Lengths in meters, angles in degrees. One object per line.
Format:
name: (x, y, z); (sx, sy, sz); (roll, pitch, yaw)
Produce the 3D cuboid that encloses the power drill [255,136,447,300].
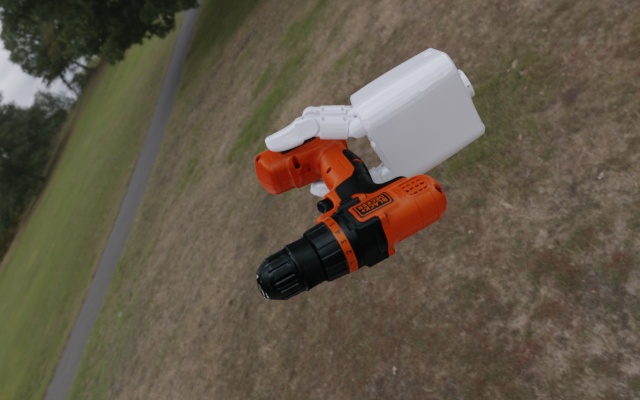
power drill: (0.000, 0.001, 0.473); (0.184, 0.057, 0.187); (-26, 39, -12)
